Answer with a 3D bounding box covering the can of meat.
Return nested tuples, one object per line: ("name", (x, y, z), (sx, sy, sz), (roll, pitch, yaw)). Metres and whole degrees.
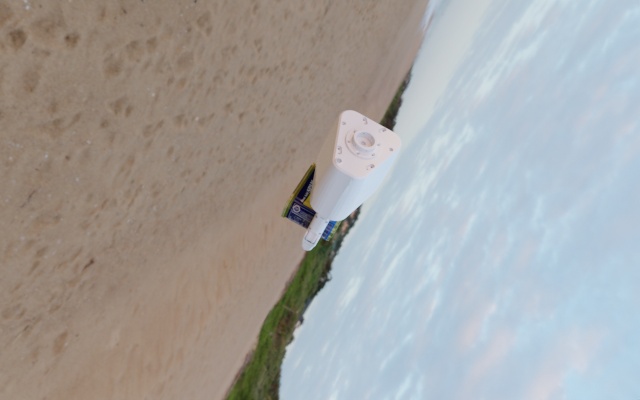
("can of meat", (0.000, 0.003, 0.744), (0.084, 0.102, 0.057), (29, -38, 2))
